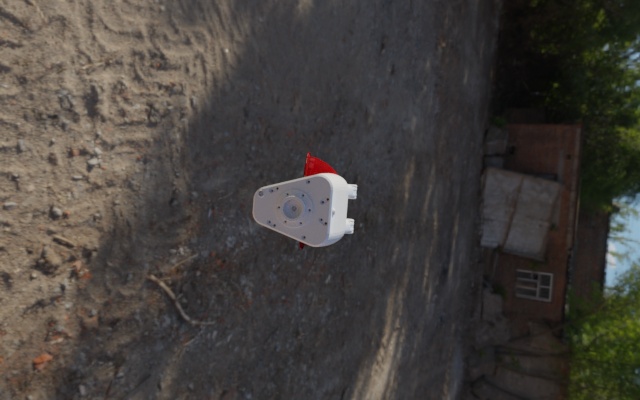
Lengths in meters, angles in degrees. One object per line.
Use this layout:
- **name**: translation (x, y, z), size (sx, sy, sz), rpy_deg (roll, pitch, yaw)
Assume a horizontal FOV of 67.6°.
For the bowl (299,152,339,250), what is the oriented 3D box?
- **bowl**: translation (0.001, 0.002, 0.789), size (0.055, 0.162, 0.162), rpy_deg (4, 0, 1)
